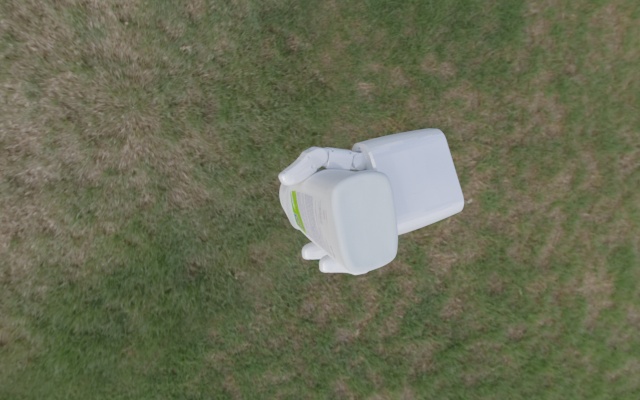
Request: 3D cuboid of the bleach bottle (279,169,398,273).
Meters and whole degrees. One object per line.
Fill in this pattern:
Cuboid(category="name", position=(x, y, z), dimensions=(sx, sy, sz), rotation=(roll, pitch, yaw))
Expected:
Cuboid(category="bleach bottle", position=(0.000, 0.002, 0.568), dimensions=(0.068, 0.102, 0.250), rotation=(-15, 15, -19))
